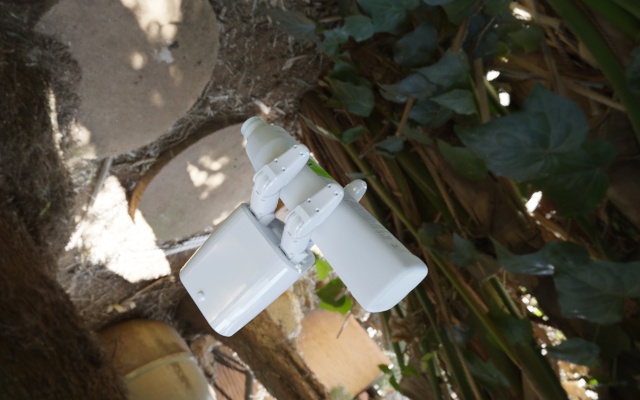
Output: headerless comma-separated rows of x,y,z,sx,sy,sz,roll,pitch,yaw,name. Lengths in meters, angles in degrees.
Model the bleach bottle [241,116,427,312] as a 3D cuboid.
0.000,0.002,0.509,0.250,0.068,0.102,48,9,23,bleach bottle
